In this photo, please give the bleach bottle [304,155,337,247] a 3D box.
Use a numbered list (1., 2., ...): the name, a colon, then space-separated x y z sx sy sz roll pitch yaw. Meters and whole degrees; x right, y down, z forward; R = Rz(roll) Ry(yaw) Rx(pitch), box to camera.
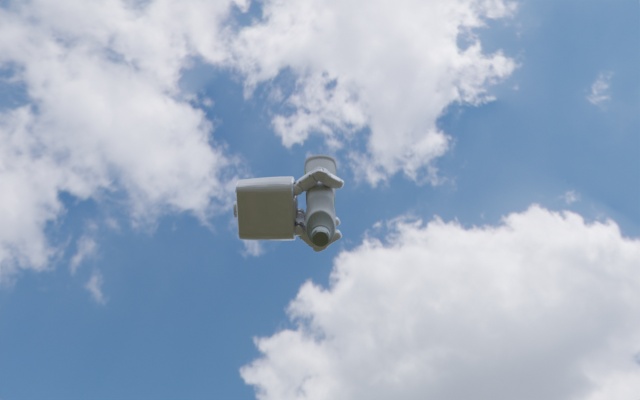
1. bleach bottle: 0.000 0.003 0.899 0.068 0.103 0.250 -1 25 1
